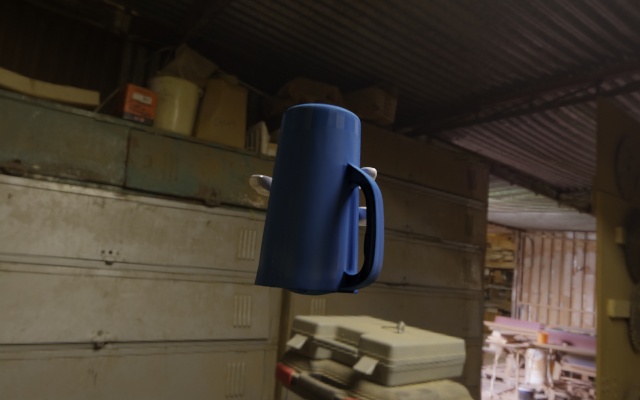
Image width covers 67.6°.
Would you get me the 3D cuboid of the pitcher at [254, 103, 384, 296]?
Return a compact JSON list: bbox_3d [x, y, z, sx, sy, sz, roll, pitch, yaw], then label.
[{"bbox_3d":[0.000,0.002,0.628,0.149,0.243,0.145,6,-9,-6],"label":"pitcher"}]
